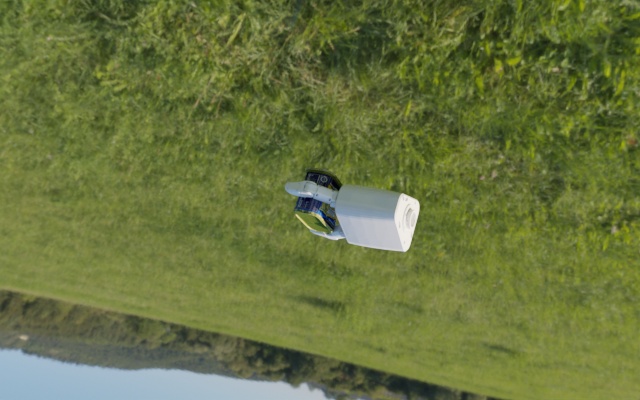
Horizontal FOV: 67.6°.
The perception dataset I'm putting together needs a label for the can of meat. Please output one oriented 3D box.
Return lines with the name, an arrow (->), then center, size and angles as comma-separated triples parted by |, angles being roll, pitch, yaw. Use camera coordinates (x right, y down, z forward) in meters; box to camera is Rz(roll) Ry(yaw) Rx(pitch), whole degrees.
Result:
can of meat -> 0.000, 0.003, 0.844 | 0.057, 0.084, 0.102 | 9, -20, 26
